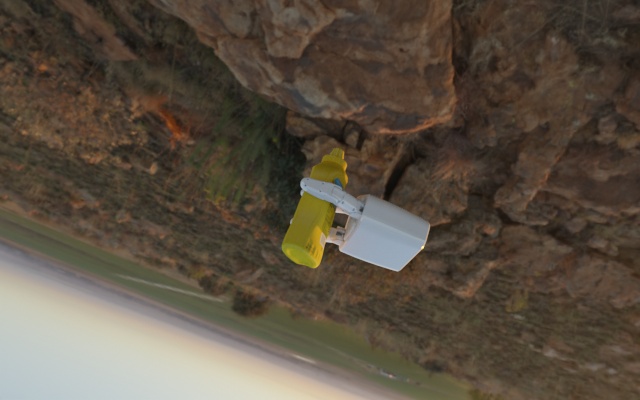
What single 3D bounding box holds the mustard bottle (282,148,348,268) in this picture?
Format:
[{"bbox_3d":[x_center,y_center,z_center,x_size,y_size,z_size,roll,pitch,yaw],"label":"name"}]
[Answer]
[{"bbox_3d":[0.000,0.003,0.745,0.058,0.191,0.096,14,-21,18],"label":"mustard bottle"}]
